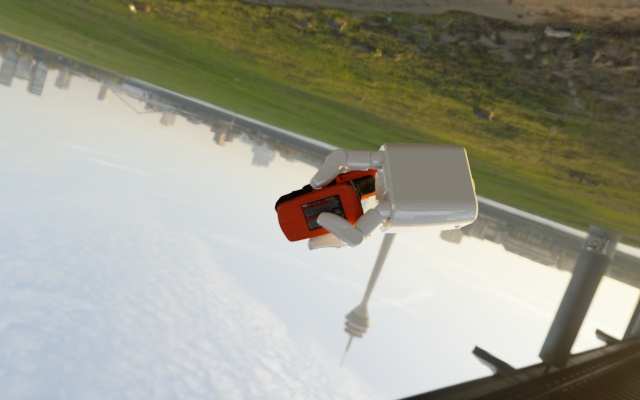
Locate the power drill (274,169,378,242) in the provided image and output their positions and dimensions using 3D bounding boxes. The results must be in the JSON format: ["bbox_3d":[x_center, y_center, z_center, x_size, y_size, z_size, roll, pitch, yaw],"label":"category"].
[{"bbox_3d":[0.000,0.002,0.677,0.184,0.057,0.187,-19,9,15],"label":"power drill"}]
